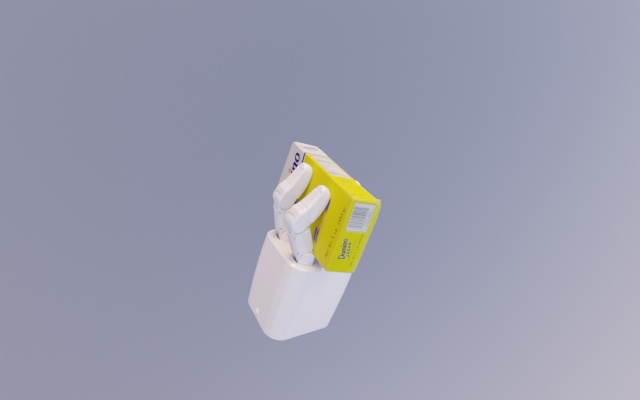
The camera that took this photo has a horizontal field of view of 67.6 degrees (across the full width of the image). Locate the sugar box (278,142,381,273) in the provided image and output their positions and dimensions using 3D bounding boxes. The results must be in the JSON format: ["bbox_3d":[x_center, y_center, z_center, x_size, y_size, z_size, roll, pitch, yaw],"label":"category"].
[{"bbox_3d":[0.000,0.002,0.586,0.048,0.093,0.176,8,21,-33],"label":"sugar box"}]
